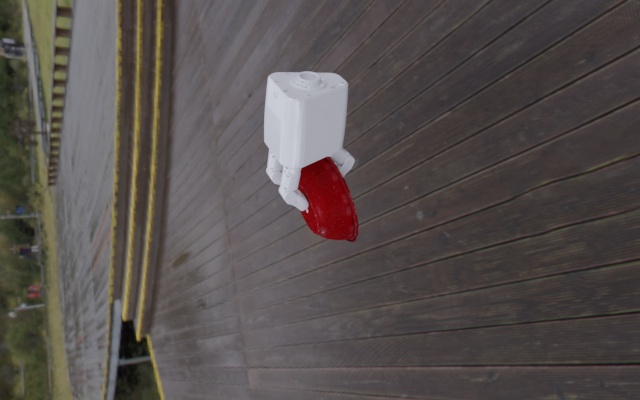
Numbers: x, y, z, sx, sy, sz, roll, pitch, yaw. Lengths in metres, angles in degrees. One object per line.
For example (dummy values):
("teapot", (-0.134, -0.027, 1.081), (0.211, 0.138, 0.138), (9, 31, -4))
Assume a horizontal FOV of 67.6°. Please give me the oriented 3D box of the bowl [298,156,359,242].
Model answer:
("bowl", (0.000, 0.004, 0.779), (0.055, 0.162, 0.162), (-22, 6, -15))
